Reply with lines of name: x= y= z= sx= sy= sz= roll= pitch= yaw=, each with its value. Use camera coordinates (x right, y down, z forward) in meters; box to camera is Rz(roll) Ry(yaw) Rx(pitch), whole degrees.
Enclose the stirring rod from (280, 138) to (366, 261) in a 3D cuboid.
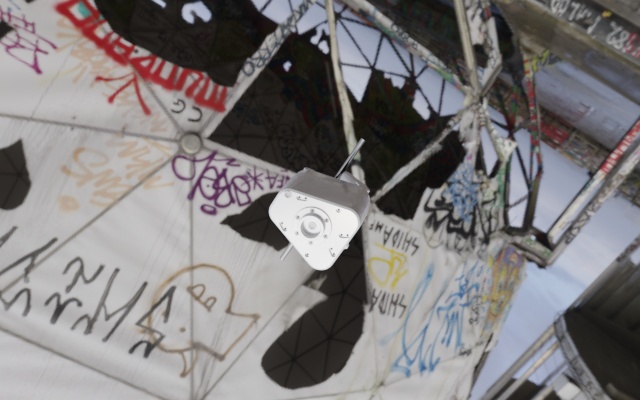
stirring rod: x=0.000 y=0.002 z=0.754 sx=0.011 sy=0.239 sz=0.011 roll=31 pitch=19 yaw=-11
